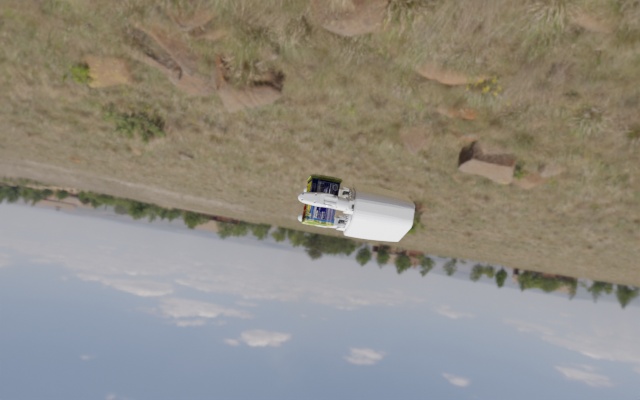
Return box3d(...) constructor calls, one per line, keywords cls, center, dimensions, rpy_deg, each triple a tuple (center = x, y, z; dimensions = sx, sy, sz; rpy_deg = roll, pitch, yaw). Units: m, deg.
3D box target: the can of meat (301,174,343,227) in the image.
box3d(cls="can of meat", center=(0.000, 0.003, 0.862), dimensions=(0.057, 0.084, 0.102), rpy_deg=(9, -5, -7))
